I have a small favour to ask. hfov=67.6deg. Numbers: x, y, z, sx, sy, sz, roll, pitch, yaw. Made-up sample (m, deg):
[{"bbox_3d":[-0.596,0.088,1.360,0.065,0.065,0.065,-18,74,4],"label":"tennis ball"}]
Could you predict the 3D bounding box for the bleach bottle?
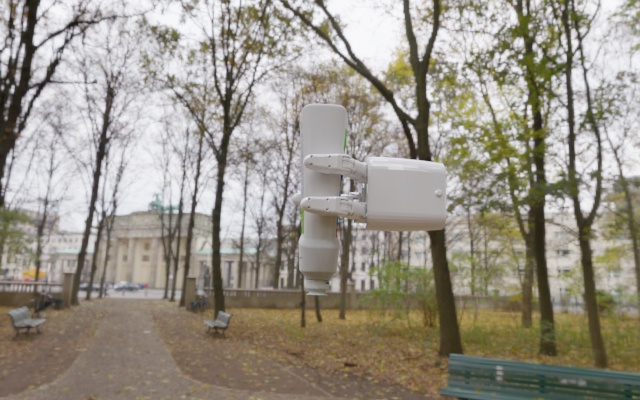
[{"bbox_3d":[0.000,0.002,0.654,0.068,0.250,0.102,2,-10,-1],"label":"bleach bottle"}]
